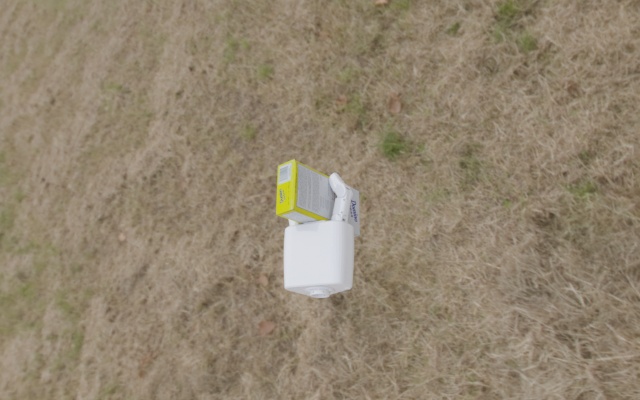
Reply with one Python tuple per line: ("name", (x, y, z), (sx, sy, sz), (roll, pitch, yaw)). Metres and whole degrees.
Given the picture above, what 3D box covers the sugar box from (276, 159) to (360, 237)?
("sugar box", (0.000, 0.003, 0.838), (0.048, 0.093, 0.176), (-17, -29, 36))
